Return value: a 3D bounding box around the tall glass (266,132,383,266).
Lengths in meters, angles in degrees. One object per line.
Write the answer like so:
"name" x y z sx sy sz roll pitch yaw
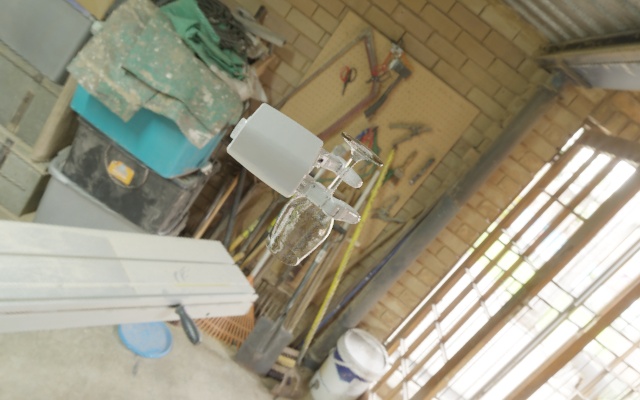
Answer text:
"tall glass" 0.001 0.002 0.697 0.079 0.201 0.079 34 17 -12
